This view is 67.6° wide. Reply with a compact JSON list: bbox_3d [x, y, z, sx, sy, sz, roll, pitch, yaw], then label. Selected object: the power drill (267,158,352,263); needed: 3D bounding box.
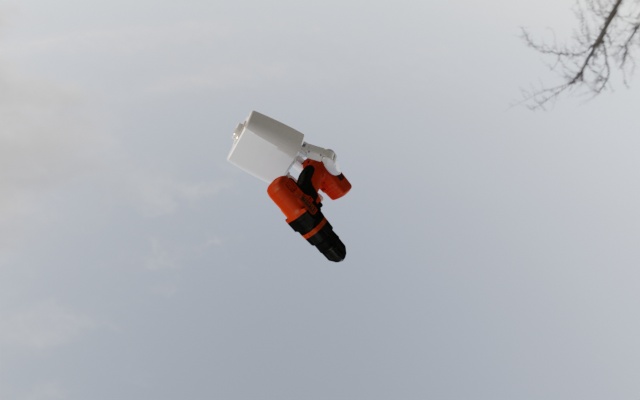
[{"bbox_3d":[0.000,0.002,0.876,0.057,0.184,0.187,-32,14,30],"label":"power drill"}]
